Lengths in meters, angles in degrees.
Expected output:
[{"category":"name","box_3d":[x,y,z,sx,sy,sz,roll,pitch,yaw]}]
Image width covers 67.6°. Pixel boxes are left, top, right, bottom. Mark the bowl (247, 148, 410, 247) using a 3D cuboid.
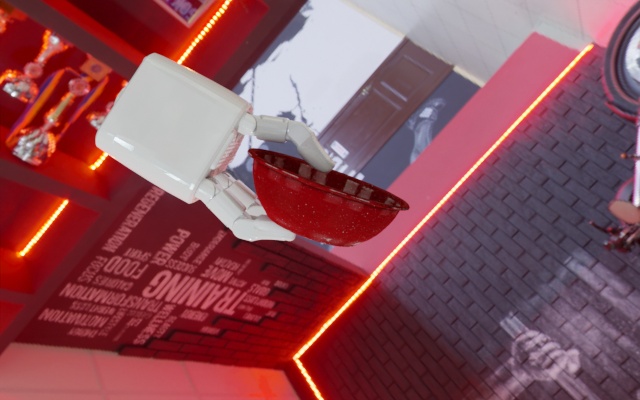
[{"category":"bowl","box_3d":[0.001,0.002,0.457,0.162,0.055,0.162,18,9,-3]}]
